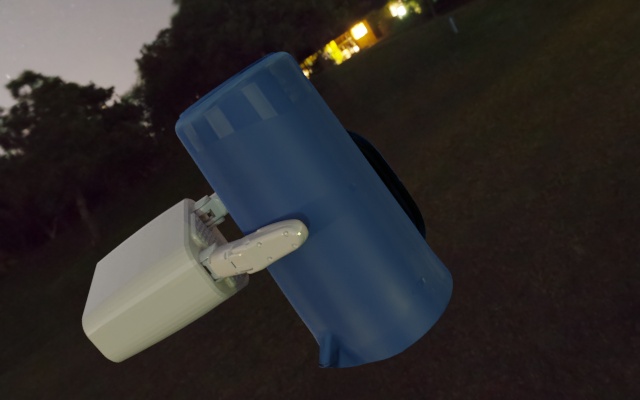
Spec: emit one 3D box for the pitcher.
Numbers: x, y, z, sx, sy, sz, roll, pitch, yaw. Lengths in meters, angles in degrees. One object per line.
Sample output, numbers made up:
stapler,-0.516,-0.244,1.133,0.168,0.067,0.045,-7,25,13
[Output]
pitcher,0.000,0.001,0.405,0.145,0.243,0.149,-33,14,5
